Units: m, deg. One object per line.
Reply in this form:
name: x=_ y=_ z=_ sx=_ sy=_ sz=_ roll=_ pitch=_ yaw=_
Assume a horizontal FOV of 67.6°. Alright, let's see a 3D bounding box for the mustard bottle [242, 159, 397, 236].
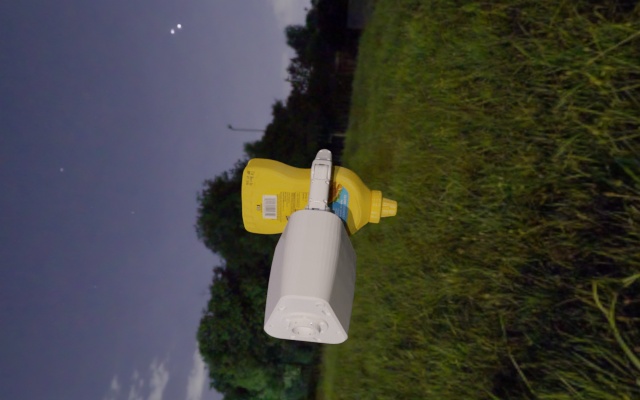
mustard bottle: x=0.000 y=0.002 z=0.605 sx=0.191 sy=0.096 sz=0.058 roll=5 pitch=27 yaw=3
